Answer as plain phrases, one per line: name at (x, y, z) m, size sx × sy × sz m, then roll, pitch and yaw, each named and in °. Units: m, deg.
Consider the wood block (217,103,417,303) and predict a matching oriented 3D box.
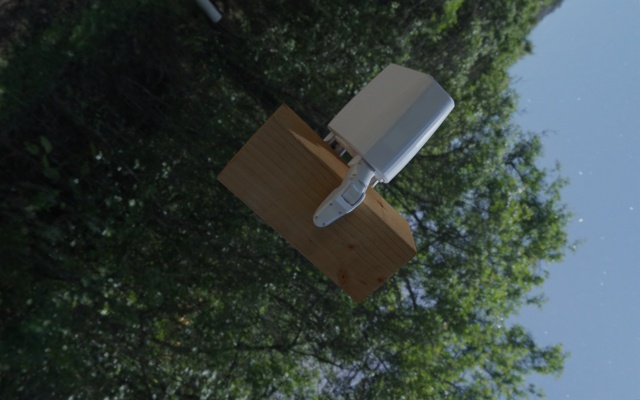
wood block at (0.000, 0.002, 0.530) m, size 0.090 × 0.206 × 0.090 m, roll -44°, pitch 12°, yaw 17°
